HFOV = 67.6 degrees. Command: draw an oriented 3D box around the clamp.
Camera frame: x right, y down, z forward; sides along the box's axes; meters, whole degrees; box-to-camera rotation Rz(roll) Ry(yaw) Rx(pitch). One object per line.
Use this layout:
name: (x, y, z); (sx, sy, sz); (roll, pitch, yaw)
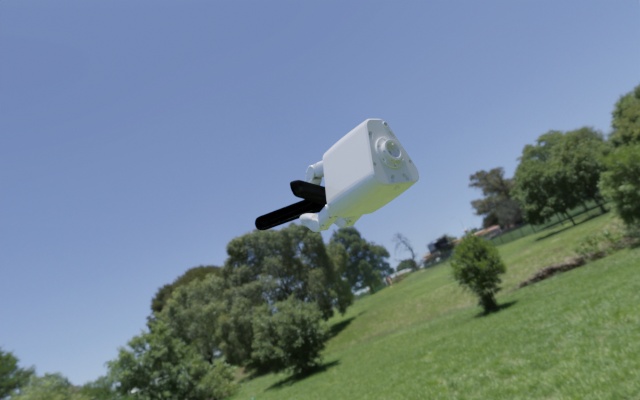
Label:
clamp: (0.000, 0.002, 0.795); (0.210, 0.036, 0.165); (-7, -18, -38)
